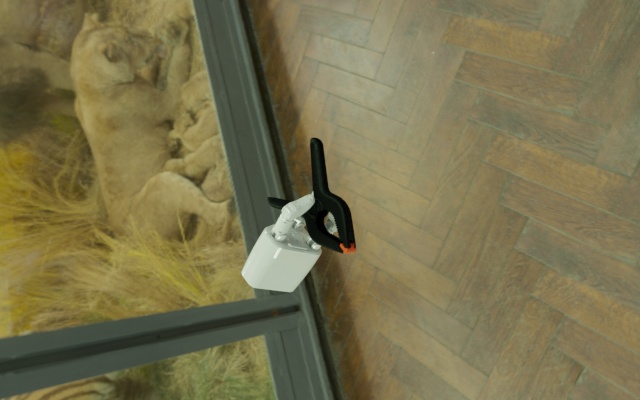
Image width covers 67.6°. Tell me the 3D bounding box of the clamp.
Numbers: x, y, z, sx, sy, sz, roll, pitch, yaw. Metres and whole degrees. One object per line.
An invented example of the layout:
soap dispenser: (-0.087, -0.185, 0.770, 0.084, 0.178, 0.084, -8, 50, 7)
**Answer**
clamp: (0.000, 0.003, 0.838, 0.036, 0.165, 0.210, 1, 38, -50)
